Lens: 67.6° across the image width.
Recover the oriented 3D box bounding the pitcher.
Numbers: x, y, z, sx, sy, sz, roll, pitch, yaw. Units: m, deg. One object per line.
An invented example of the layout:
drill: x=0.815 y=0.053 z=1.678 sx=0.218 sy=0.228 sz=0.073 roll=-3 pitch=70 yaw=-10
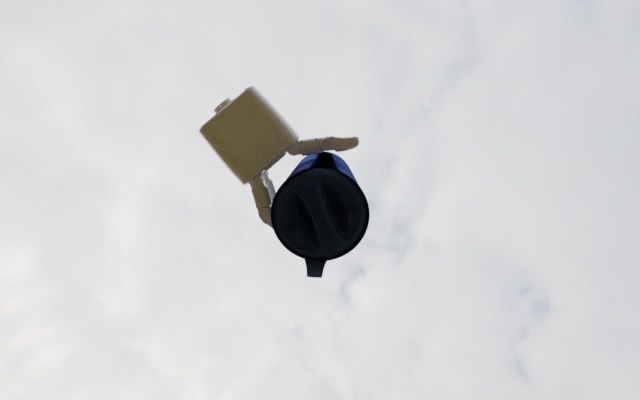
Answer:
pitcher: x=0.000 y=0.002 z=0.754 sx=0.149 sy=0.145 sz=0.242 roll=-41 pitch=10 yaw=10
